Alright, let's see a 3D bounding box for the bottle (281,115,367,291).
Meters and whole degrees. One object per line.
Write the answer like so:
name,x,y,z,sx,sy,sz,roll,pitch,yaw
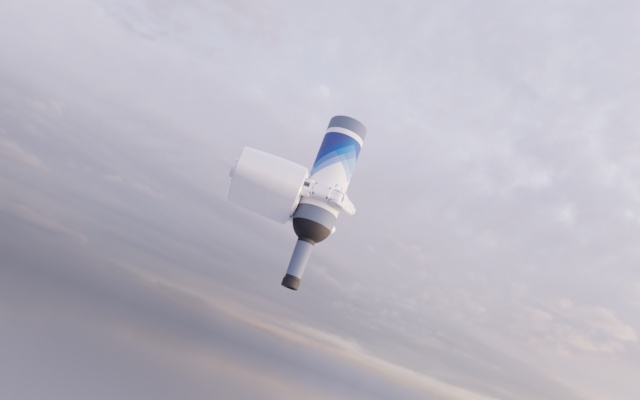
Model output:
bottle,0.000,0.002,0.777,0.069,0.295,0.069,18,-19,6
